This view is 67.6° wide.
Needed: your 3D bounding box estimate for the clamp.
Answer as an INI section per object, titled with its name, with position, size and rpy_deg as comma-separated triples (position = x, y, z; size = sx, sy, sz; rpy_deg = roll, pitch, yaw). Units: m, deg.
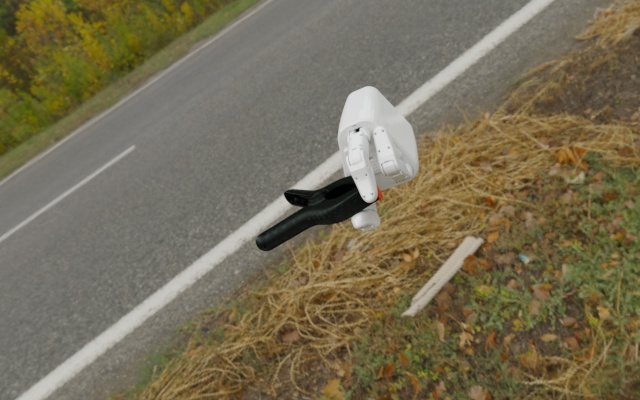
[clamp]
position = 0.000, 0.002, 0.622
size = 0.171, 0.039, 0.120
rpy_deg = -20, 33, 22
